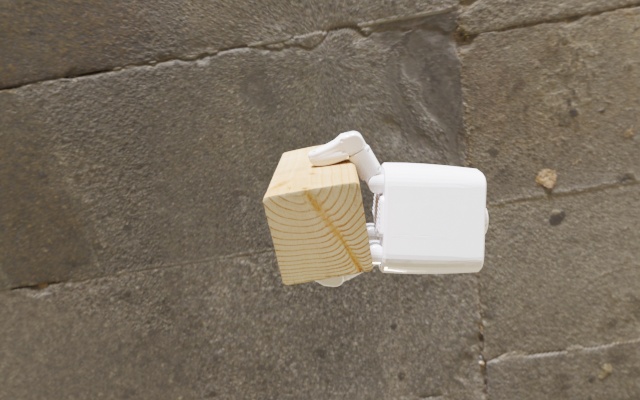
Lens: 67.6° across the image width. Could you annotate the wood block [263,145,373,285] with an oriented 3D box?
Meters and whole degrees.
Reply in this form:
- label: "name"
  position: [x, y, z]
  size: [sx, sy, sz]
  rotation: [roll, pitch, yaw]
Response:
- label: "wood block"
  position: [0.000, 0.001, 0.535]
  size: [0.090, 0.091, 0.206]
  rotation: [-10, 16, 4]
